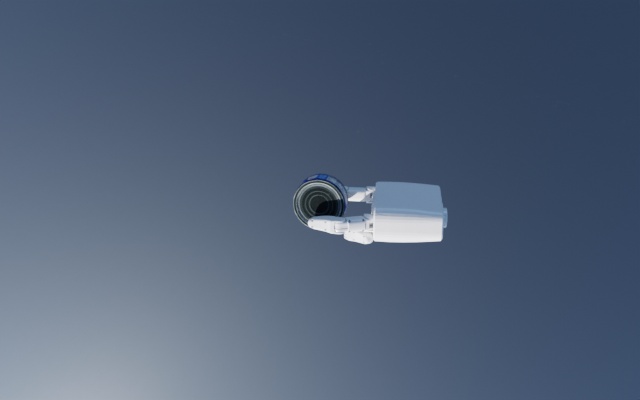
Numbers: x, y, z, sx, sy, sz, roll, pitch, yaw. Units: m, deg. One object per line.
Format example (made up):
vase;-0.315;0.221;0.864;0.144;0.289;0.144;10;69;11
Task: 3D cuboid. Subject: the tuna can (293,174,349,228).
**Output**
tuna can;0.000;0.003;0.762;0.086;0.086;0.033;0;18;12
